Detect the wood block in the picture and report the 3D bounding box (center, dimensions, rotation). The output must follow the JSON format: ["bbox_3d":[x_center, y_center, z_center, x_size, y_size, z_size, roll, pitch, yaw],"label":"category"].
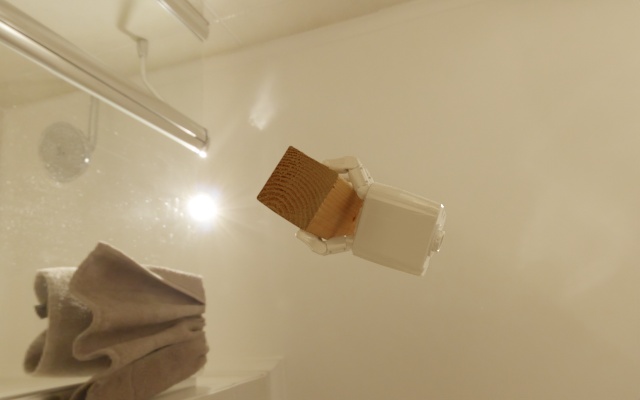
[{"bbox_3d":[0.000,0.003,0.735,0.090,0.091,0.206,32,-1,22],"label":"wood block"}]
